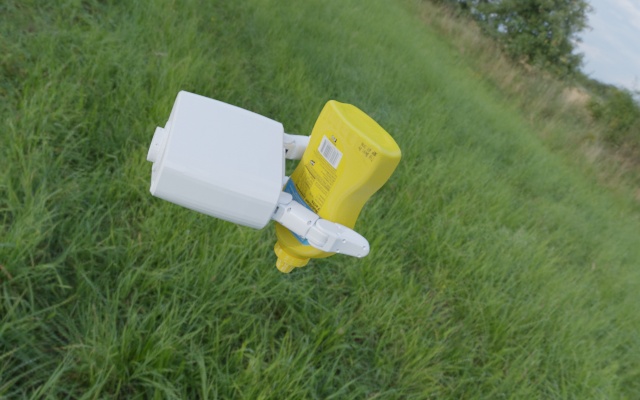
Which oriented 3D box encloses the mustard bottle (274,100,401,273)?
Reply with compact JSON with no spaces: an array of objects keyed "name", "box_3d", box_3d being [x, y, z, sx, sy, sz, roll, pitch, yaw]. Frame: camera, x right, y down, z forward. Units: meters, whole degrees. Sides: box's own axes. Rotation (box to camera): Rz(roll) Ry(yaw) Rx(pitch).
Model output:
[{"name":"mustard bottle","box_3d":[0.000,0.001,0.494,0.058,0.192,0.096,2,38,-44]}]
